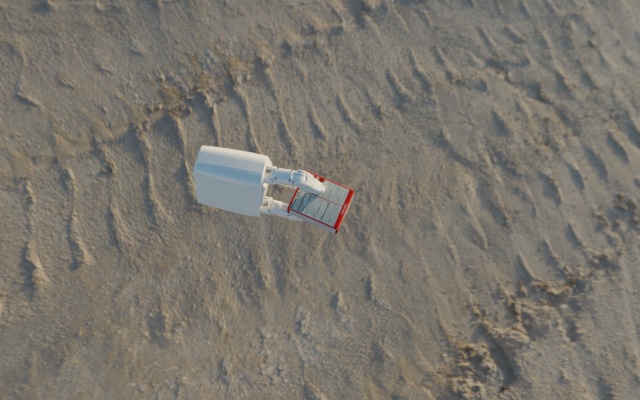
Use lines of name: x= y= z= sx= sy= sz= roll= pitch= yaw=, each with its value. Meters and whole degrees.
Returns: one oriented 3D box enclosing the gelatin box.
gelatin box: x=0.000 y=0.002 z=0.772 sx=0.089 sy=0.073 sz=0.030 roll=23 pitch=-20 yaw=5
